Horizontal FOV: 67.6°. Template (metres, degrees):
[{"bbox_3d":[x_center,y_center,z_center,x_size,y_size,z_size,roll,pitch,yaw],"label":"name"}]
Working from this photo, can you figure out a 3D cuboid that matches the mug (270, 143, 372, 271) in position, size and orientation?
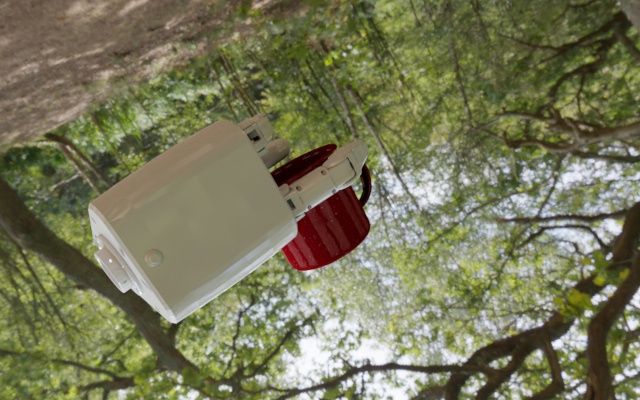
[{"bbox_3d":[0.001,0.001,0.426,0.117,0.081,0.093,-37,15,-29],"label":"mug"}]
